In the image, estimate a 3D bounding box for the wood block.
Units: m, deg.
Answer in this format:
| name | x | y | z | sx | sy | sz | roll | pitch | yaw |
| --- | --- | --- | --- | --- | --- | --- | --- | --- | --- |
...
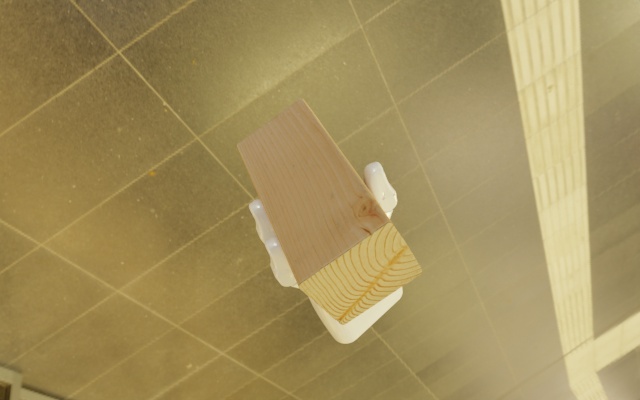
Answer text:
| name | x | y | z | sx | sy | sz | roll | pitch | yaw |
| --- | --- | --- | --- | --- | --- | --- | --- | --- | --- |
| wood block | 0.001 | 0.002 | 0.469 | 0.091 | 0.206 | 0.090 | -35 | -45 | 4 |
